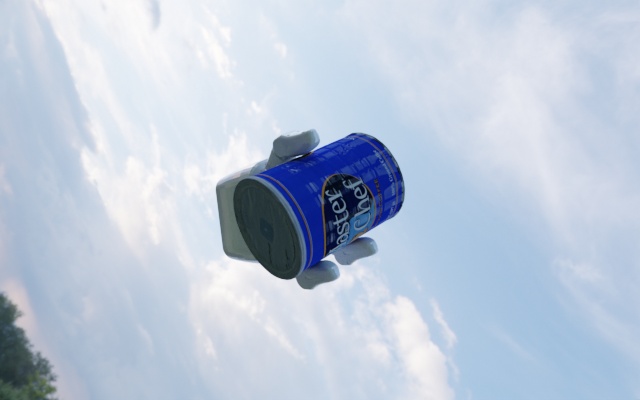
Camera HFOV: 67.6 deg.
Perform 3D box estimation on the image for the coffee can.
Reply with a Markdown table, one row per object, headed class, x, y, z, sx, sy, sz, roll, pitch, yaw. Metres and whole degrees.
| class | x | y | z | sx | sy | sz | roll | pitch | yaw |
| --- | --- | --- | --- | --- | --- | --- | --- | --- | --- |
| coffee can | 0.000 | 0.002 | 0.477 | 0.140 | 0.103 | 0.103 | -27 | 16 | -34 |
